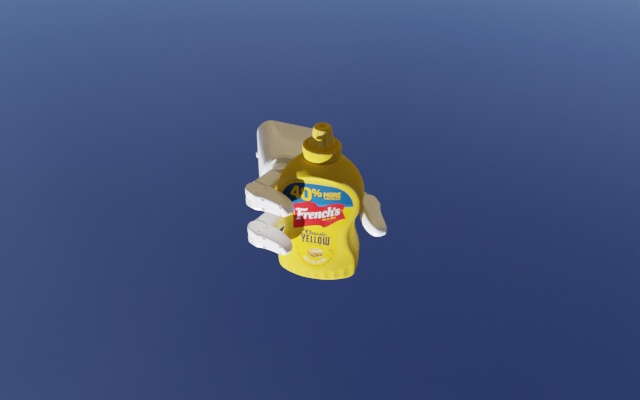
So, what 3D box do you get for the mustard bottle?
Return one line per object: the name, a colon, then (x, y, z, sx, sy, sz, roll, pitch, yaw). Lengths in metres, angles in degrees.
mustard bottle: (0.000, 0.002, 0.539, 0.096, 0.192, 0.058, 8, 36, 9)
